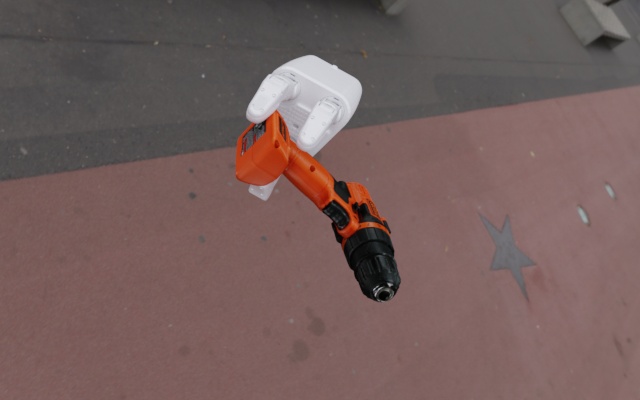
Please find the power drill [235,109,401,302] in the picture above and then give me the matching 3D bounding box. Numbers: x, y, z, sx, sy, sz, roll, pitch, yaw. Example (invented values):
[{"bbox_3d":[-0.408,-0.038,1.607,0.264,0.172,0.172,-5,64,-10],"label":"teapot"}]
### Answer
[{"bbox_3d":[0.000,0.001,0.484,0.188,0.057,0.184,41,16,-27],"label":"power drill"}]
